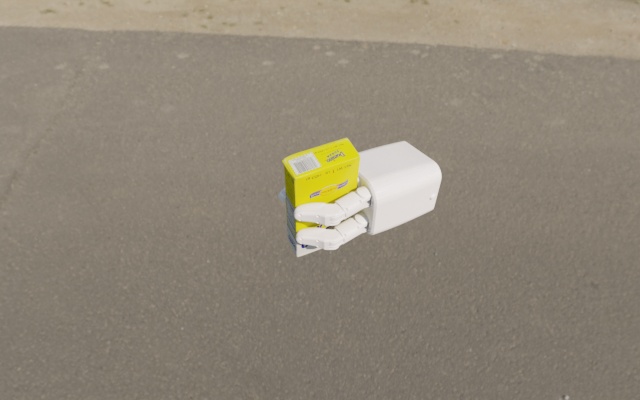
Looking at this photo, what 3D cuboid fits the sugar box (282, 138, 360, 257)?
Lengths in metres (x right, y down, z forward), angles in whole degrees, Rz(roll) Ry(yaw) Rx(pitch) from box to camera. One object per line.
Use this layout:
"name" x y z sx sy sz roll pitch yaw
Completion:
"sugar box" 0.000 0.002 0.658 0.093 0.048 0.176 -19 -39 -15
